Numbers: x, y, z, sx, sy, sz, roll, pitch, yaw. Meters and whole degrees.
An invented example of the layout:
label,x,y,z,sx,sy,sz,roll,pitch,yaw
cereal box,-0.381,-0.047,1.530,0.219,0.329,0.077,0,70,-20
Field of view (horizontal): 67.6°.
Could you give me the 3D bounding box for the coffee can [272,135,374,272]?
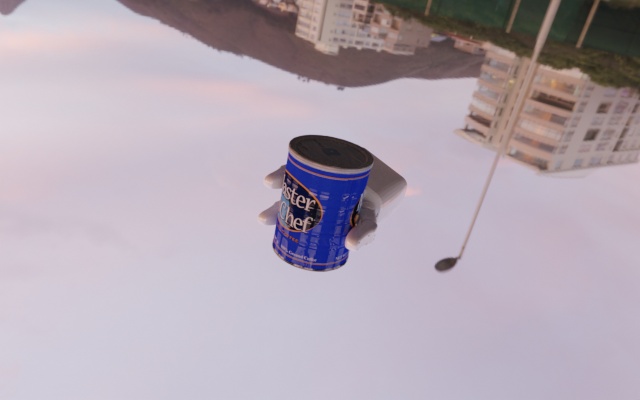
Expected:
label,x,y,z,sx,sy,sz,roll,pitch,yaw
coffee can,0.000,0.002,0.594,0.103,0.140,0.102,10,26,-5
